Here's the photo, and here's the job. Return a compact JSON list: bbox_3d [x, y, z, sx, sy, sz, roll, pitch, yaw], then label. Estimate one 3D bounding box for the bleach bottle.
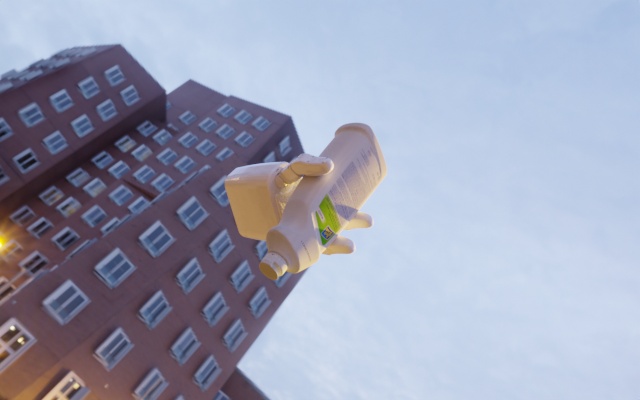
[{"bbox_3d":[0.000,0.002,0.641,0.068,0.103,0.250,0,38,41],"label":"bleach bottle"}]
